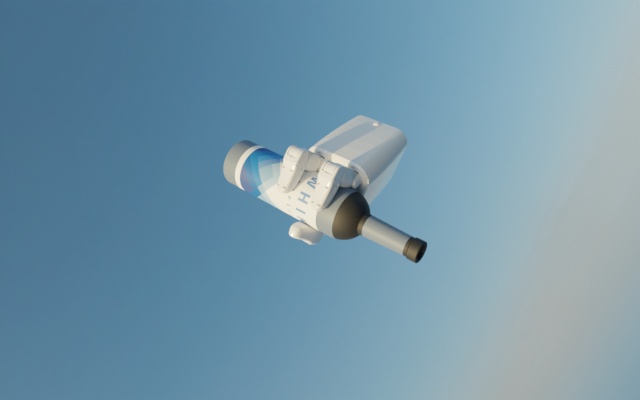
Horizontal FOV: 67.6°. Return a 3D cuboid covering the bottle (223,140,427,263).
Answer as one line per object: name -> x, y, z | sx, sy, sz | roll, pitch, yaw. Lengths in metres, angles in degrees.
bottle -> 0.000, 0.002, 0.614 | 0.295, 0.069, 0.069 | 27, 14, 29
